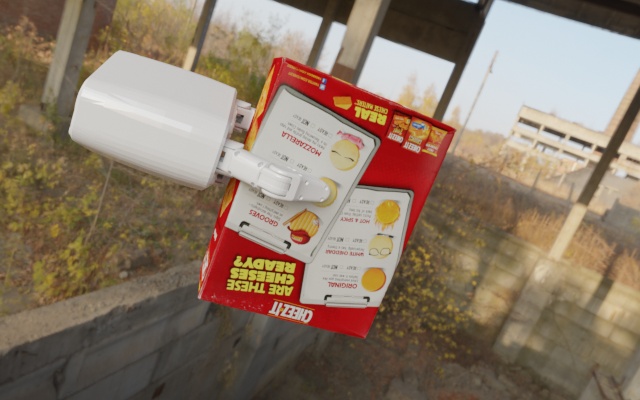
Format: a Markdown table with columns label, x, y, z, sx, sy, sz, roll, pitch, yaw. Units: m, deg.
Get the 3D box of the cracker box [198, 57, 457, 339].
| label | x | y | z | sx | sy | sz | roll | pitch | yaw |
| --- | --- | --- | --- | --- | --- | --- | --- | --- | --- |
| cracker box | 0.000 | 0.001 | 0.436 | 0.164 | 0.214 | 0.072 | 18 | 12 | -16 |
